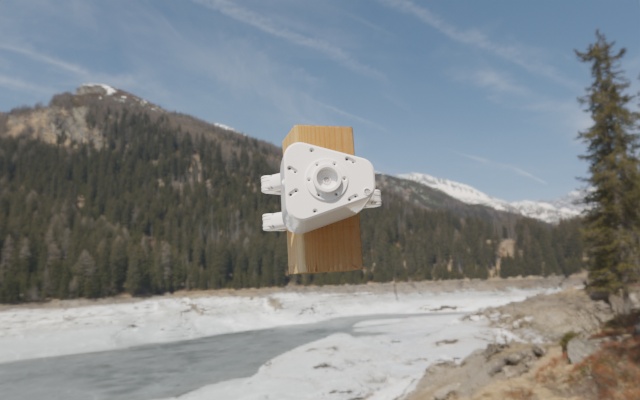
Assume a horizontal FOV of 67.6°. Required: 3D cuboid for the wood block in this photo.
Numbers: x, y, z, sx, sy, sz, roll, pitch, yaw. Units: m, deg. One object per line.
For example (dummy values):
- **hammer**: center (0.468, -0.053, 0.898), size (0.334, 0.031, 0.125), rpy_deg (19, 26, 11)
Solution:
- **wood block**: center (0.001, 0.002, 0.705), size (0.091, 0.206, 0.090), rpy_deg (0, -10, -17)
